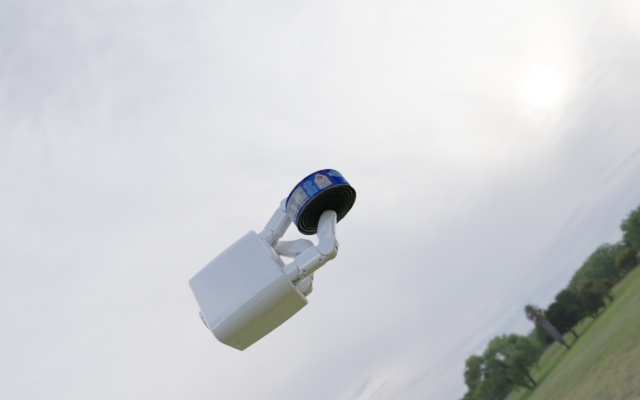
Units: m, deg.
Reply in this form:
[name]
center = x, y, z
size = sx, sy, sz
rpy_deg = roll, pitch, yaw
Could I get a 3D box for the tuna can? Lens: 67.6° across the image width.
[tuna can]
center = 0.000, 0.001, 0.590
size = 0.086, 0.086, 0.033
rpy_deg = 0, 43, -46
